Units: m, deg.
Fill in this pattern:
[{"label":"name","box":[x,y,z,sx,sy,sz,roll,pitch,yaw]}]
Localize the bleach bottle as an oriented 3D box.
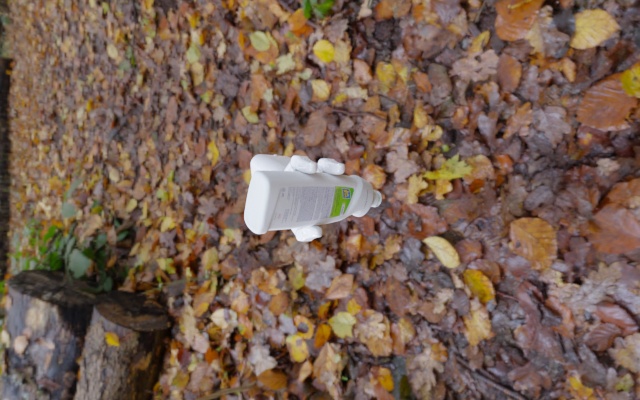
[{"label":"bleach bottle","box":[0.000,0.003,0.823,0.251,0.102,0.068,1,21,-35]}]
